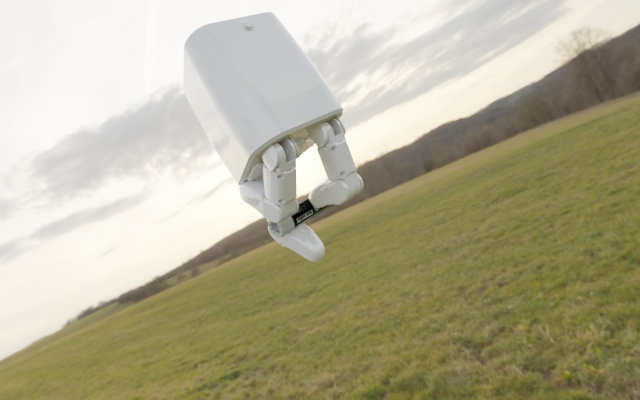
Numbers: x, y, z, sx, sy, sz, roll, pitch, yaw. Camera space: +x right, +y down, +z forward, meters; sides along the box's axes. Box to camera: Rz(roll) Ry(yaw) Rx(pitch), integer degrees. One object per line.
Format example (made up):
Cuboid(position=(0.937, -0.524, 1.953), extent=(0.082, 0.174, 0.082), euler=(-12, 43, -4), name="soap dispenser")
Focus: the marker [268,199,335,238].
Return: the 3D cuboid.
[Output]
Cuboid(position=(0.000, 0.002, 0.461), extent=(0.020, 0.020, 0.121), euler=(0, 23, 47), name="marker")
